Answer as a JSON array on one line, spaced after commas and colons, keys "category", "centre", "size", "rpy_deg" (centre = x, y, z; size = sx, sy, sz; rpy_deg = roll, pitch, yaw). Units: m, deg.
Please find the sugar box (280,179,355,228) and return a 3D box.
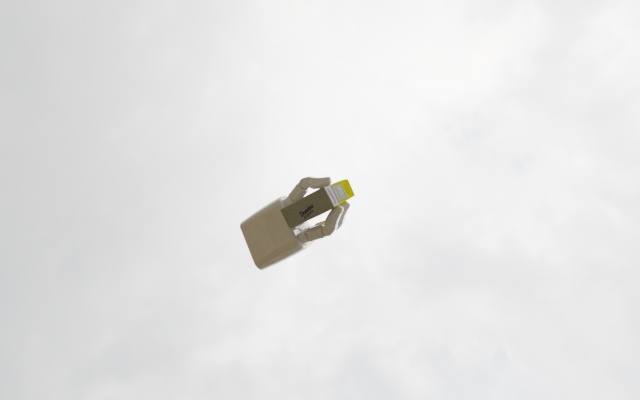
[{"category": "sugar box", "centre": [0.000, 0.003, 0.897], "size": [0.093, 0.048, 0.176], "rpy_deg": [-27, 2, 18]}]
